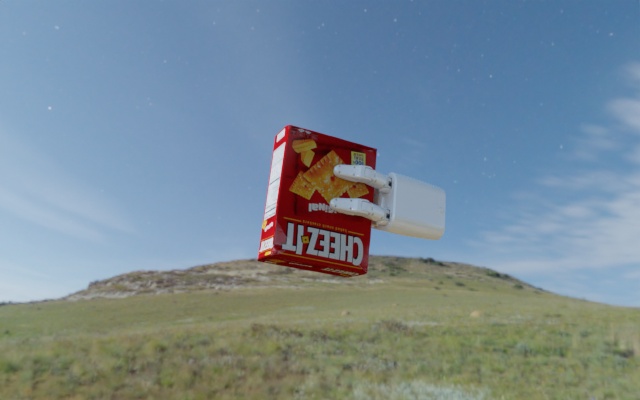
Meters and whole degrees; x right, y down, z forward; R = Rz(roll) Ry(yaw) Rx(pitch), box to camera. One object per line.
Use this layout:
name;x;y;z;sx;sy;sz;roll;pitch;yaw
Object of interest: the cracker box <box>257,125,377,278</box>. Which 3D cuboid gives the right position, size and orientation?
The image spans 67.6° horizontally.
cracker box;0.000;0.002;0.763;0.164;0.213;0.072;13;-19;-22
